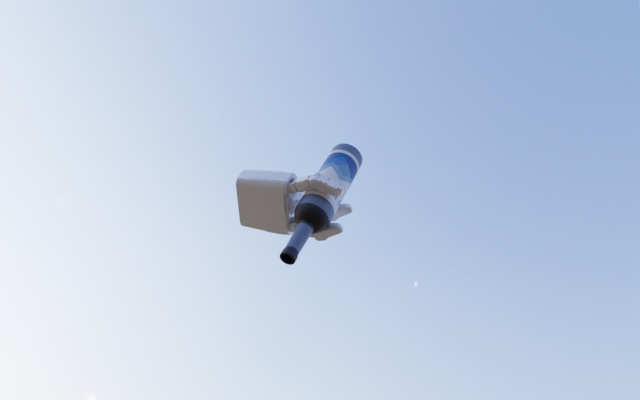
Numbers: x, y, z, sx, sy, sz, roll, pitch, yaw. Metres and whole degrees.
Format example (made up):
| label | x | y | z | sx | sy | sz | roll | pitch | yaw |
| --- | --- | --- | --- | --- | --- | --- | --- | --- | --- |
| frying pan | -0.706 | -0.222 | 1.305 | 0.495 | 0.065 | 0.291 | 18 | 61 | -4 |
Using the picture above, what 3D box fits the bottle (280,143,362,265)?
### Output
| label | x | y | z | sx | sy | sz | roll | pitch | yaw |
| --- | --- | --- | --- | --- | --- | --- | --- | --- | --- |
| bottle | 0.000 | 0.003 | 0.861 | 0.069 | 0.069 | 0.295 | 0 | 38 | 27 |
